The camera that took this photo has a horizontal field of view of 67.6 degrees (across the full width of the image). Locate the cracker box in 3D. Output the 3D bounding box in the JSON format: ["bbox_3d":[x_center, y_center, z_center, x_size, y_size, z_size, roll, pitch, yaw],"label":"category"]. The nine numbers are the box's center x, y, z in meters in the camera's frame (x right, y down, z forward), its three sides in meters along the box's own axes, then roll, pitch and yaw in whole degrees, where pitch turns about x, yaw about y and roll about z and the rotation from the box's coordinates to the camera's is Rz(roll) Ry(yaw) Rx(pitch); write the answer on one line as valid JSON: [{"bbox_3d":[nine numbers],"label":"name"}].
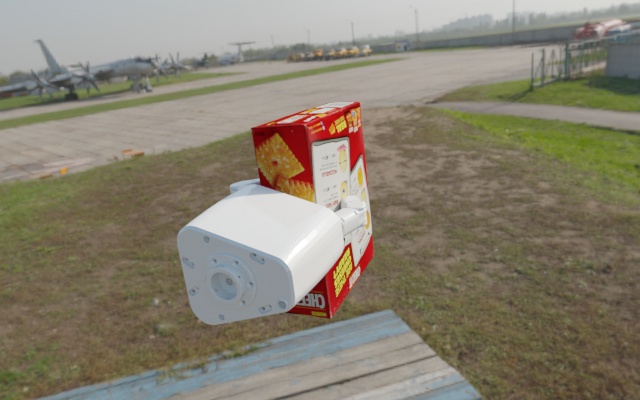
[{"bbox_3d":[0.000,0.002,0.564,0.072,0.214,0.164,2,19,24],"label":"cracker box"}]
